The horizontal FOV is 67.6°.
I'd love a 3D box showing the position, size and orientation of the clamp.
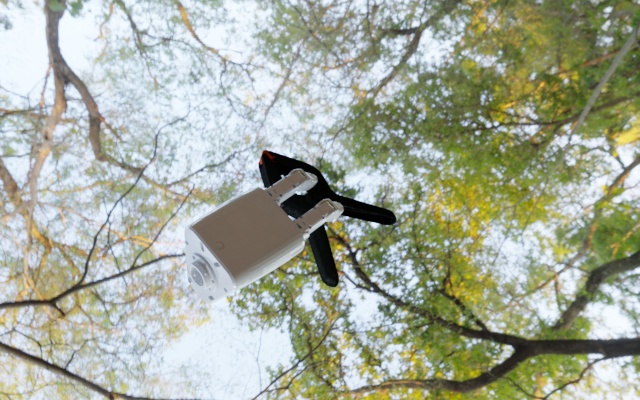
[{"bbox_3d":[-0.001,0.002,0.667,0.164,0.210,0.036,-31,-18,-39],"label":"clamp"}]
